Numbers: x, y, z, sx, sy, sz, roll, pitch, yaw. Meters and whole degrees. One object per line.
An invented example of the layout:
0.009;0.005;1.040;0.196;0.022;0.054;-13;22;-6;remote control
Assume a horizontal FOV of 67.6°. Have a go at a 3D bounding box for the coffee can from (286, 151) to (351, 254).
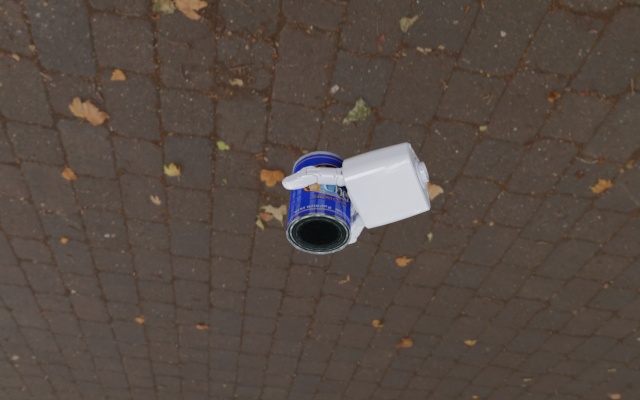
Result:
0.000;0.002;0.791;0.103;0.140;0.103;2;-42;2;coffee can
